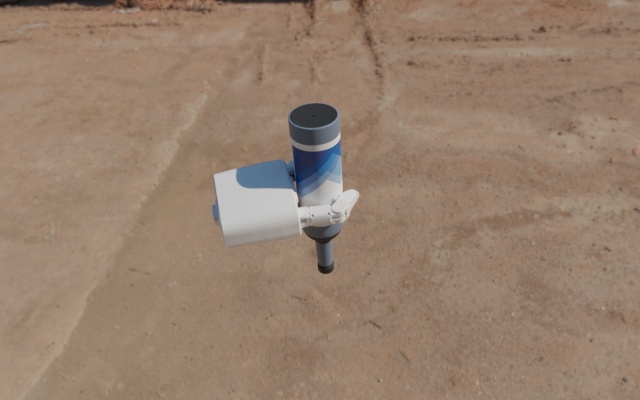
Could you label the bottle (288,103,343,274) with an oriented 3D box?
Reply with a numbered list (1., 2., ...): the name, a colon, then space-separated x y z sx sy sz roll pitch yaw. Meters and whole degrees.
1. bottle: 0.000 0.002 0.707 0.069 0.296 0.069 -3 41 2
